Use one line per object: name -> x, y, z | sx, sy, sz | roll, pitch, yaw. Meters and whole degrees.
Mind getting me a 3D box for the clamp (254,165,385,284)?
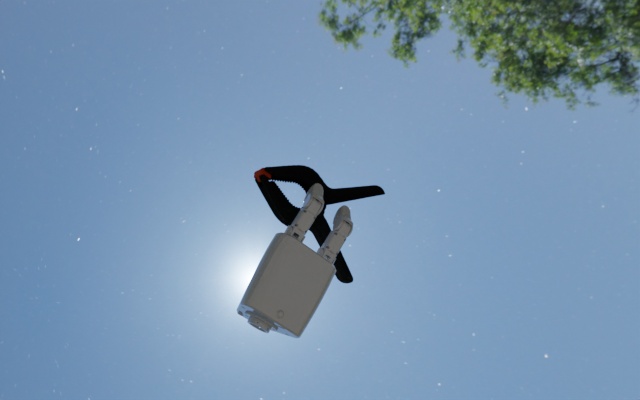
clamp -> -0.001, 0.002, 0.710 | 0.210, 0.164, 0.036 | 37, -24, -19
